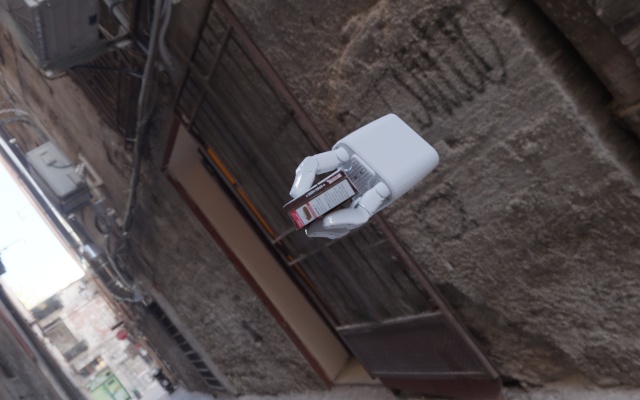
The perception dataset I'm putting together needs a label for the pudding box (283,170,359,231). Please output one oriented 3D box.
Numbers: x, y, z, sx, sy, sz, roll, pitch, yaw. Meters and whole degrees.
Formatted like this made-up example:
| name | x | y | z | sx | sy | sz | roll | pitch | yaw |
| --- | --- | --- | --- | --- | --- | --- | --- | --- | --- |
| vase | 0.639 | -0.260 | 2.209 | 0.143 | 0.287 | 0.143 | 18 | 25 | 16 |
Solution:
| name | x | y | z | sx | sy | sz | roll | pitch | yaw |
| --- | --- | --- | --- | --- | --- | --- | --- | --- | --- |
| pudding box | 0.000 | 0.002 | 0.627 | 0.090 | 0.039 | 0.113 | -33 | -4 | -1 |
